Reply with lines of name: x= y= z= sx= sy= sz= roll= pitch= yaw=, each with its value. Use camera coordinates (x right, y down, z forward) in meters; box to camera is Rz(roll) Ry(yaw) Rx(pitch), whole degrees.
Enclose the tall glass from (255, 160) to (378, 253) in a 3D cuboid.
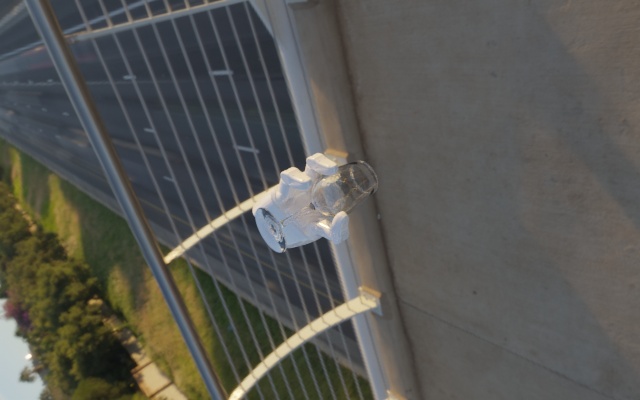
tall glass: x=0.000 y=0.003 z=0.751 sx=0.201 sy=0.079 sz=0.079 roll=-29 pitch=16 yaw=-31
